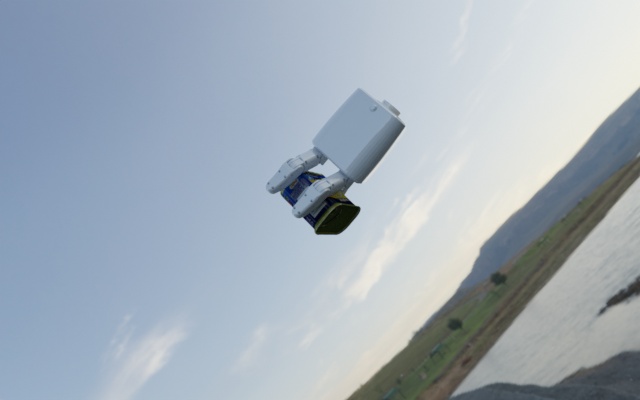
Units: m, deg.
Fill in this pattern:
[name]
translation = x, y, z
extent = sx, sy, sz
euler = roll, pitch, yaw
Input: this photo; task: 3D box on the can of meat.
[can of meat]
translation = 0.000, 0.002, 0.707
extent = 0.084, 0.057, 0.102
euler = 45, 16, 22
